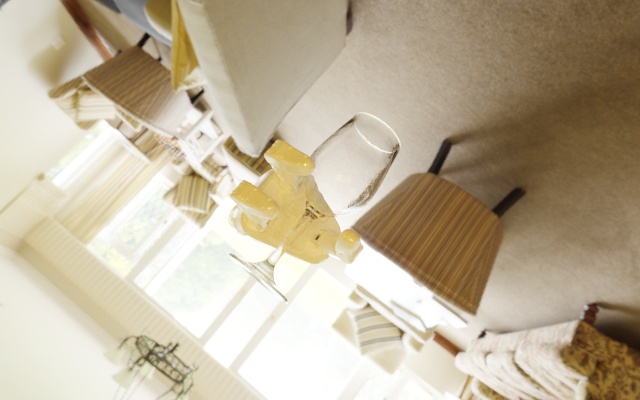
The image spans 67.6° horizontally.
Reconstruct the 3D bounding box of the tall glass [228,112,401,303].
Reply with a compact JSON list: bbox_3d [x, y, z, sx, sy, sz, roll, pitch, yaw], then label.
[{"bbox_3d":[0.000,0.002,0.487,0.079,0.201,0.079,36,-16,12],"label":"tall glass"}]
